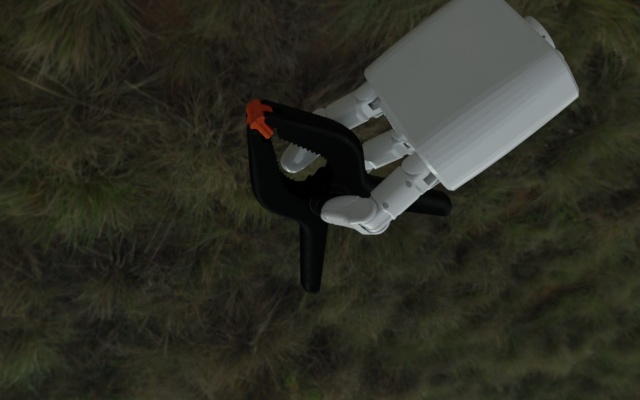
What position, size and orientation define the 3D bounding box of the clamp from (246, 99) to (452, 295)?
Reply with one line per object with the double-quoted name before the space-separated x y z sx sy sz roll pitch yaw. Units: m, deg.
"clamp" 0.000 0.001 0.406 0.164 0.036 0.210 -39 -50 15
